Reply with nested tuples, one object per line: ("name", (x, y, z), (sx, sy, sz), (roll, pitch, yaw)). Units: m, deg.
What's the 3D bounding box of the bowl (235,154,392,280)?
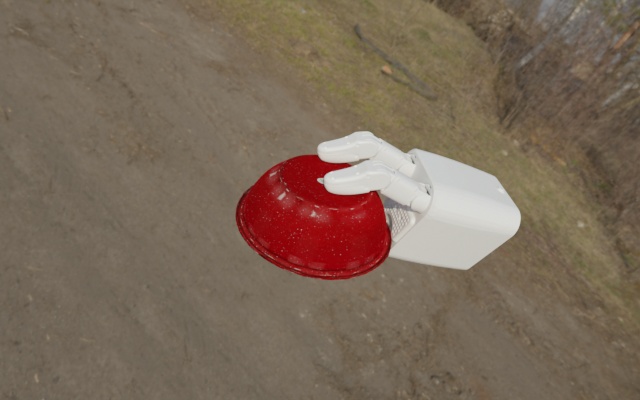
("bowl", (-0.001, 0.001, 0.470), (0.162, 0.055, 0.162), (10, 35, -7))
